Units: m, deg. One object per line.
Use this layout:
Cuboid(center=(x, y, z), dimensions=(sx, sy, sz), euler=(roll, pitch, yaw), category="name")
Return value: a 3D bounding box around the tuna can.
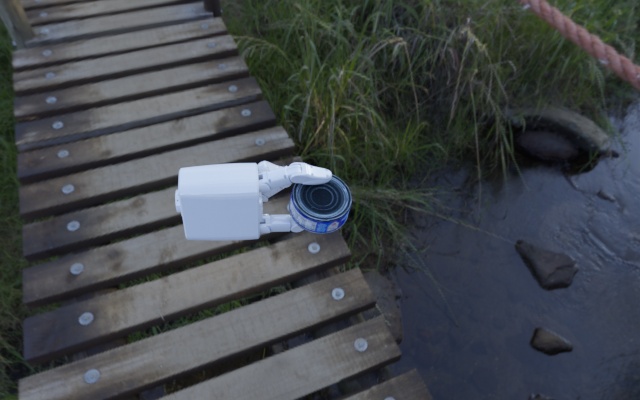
Cuboid(center=(0.000, 0.002, 0.669), dimensions=(0.086, 0.086, 0.034), euler=(0, -35, -11), category="tuna can")
